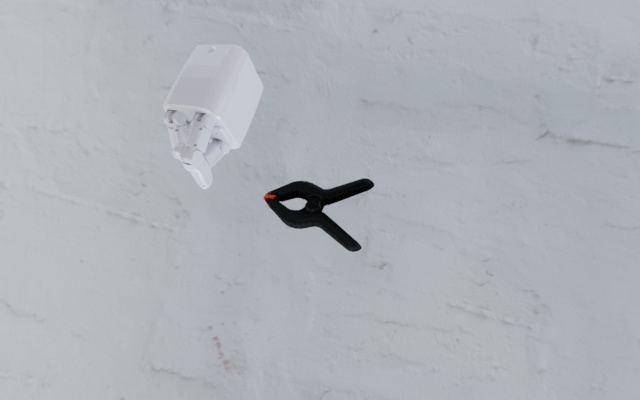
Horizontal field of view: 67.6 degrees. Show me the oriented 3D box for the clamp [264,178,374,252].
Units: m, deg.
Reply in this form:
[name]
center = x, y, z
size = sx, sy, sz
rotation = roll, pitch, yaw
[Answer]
[clamp]
center = 0.000, 0.003, 0.746
size = 0.171, 0.120, 0.039
rotation = 18, -28, 13
